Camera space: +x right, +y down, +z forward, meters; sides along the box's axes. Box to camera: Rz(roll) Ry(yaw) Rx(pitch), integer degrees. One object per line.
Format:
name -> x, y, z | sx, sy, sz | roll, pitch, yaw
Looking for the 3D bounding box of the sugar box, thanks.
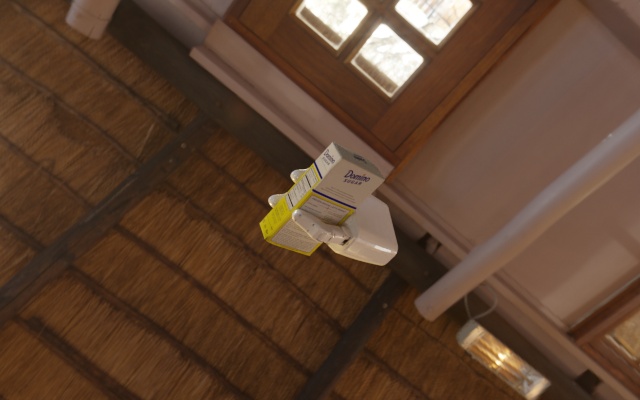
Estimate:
sugar box -> 0.000, 0.002, 0.701 | 0.093, 0.176, 0.048 | 23, 28, -40
